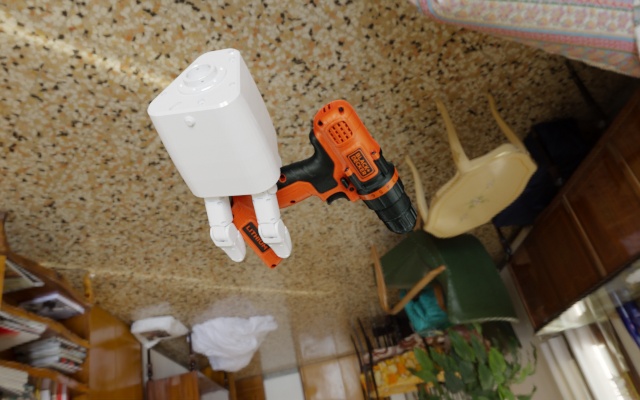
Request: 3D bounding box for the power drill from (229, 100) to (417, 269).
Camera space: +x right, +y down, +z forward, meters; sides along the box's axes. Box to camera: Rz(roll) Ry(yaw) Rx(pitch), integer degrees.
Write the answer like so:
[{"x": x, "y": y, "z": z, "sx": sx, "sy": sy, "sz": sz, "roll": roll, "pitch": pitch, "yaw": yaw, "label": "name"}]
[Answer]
[{"x": 0.000, "y": 0.002, "z": 0.555, "sx": 0.187, "sy": 0.184, "sz": 0.057, "roll": -31, "pitch": 24, "yaw": 11, "label": "power drill"}]
